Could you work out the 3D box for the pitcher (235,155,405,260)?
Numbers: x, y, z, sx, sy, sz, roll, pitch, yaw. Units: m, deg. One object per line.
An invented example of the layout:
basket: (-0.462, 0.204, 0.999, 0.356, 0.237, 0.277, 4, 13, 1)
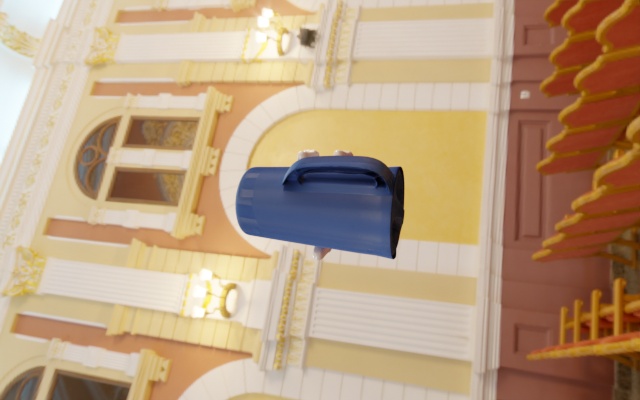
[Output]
pitcher: (0.000, 0.002, 0.706, 0.243, 0.149, 0.145, 4, 10, 16)
